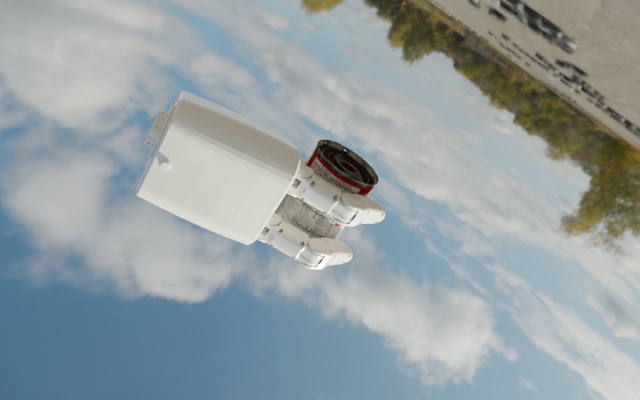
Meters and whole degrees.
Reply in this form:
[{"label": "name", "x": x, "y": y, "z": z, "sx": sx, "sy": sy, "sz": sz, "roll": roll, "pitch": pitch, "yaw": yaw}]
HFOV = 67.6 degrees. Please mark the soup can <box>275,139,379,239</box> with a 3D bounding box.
[{"label": "soup can", "x": 0.000, "y": 0.002, "z": 0.465, "sx": 0.068, "sy": 0.102, "sz": 0.068, "roll": 28, "pitch": 25, "yaw": -14}]
